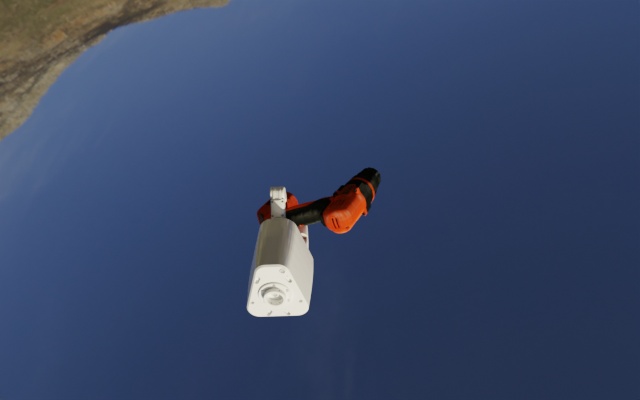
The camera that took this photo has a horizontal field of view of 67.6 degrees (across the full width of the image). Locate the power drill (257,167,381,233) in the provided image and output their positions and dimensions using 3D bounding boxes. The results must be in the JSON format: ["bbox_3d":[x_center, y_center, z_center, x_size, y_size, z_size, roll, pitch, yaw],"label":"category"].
[{"bbox_3d":[0.000,0.003,0.811,0.187,0.057,0.184,-12,19,30],"label":"power drill"}]
